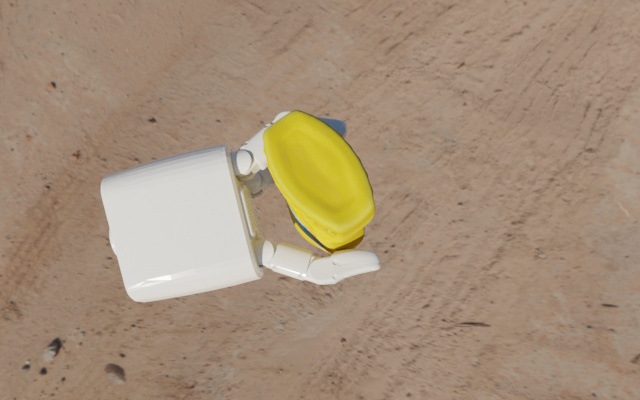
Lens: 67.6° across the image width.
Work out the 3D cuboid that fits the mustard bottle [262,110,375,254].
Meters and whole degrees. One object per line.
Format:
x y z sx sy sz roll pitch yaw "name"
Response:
0.000 0.001 0.414 0.058 0.096 0.192 -38 -12 -8 "mustard bottle"
